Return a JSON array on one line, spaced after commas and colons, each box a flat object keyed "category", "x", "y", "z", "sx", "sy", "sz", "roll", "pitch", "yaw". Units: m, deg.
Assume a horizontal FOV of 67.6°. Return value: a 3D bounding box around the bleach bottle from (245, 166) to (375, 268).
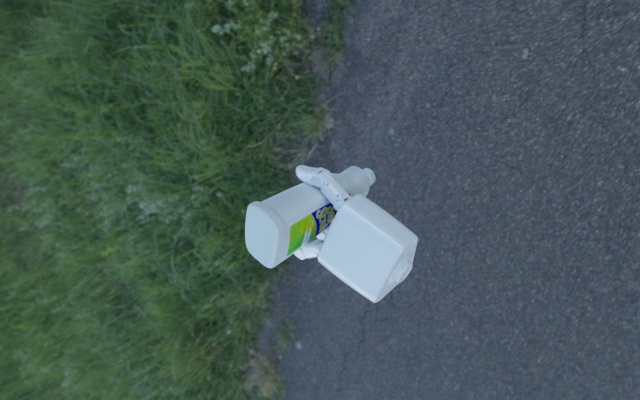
[{"category": "bleach bottle", "x": 0.000, "y": 0.002, "z": 0.733, "sx": 0.068, "sy": 0.103, "sz": 0.250, "roll": 36, "pitch": 47, "yaw": 26}]
